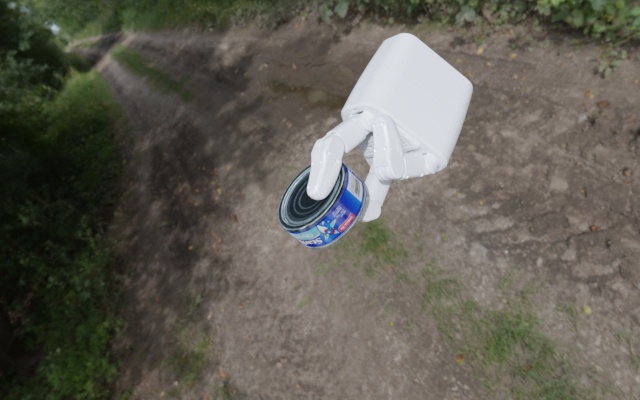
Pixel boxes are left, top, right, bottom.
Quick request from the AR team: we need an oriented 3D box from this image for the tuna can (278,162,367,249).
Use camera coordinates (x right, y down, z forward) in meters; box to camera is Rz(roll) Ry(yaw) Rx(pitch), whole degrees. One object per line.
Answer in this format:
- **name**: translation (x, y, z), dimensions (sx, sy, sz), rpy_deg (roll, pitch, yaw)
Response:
- **tuna can**: translation (0.000, 0.001, 0.459), dimensions (0.086, 0.086, 0.034), rpy_deg (0, -33, 49)
